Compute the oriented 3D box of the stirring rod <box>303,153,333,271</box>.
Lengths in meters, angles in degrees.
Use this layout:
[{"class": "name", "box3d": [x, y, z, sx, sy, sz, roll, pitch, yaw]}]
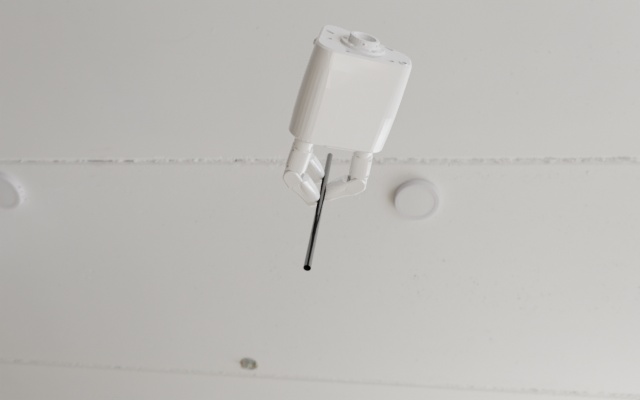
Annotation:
[{"class": "stirring rod", "box3d": [0.000, 0.002, 0.576, 0.011, 0.011, 0.239, 0, 33, 8]}]
